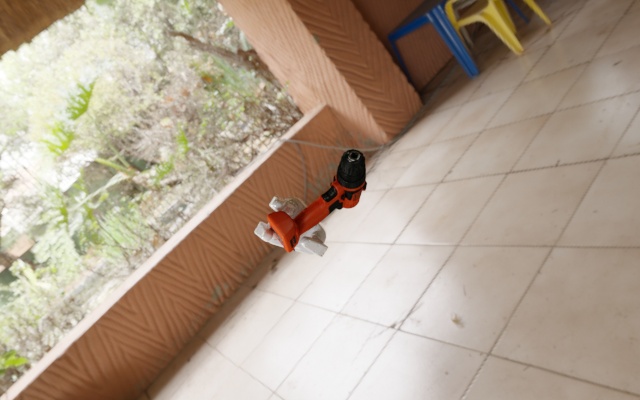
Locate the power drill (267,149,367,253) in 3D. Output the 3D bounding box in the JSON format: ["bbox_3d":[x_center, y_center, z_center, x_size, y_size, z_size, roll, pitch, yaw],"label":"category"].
[{"bbox_3d":[0.000,0.003,0.824,0.187,0.057,0.184,-34,-20,-13],"label":"power drill"}]
